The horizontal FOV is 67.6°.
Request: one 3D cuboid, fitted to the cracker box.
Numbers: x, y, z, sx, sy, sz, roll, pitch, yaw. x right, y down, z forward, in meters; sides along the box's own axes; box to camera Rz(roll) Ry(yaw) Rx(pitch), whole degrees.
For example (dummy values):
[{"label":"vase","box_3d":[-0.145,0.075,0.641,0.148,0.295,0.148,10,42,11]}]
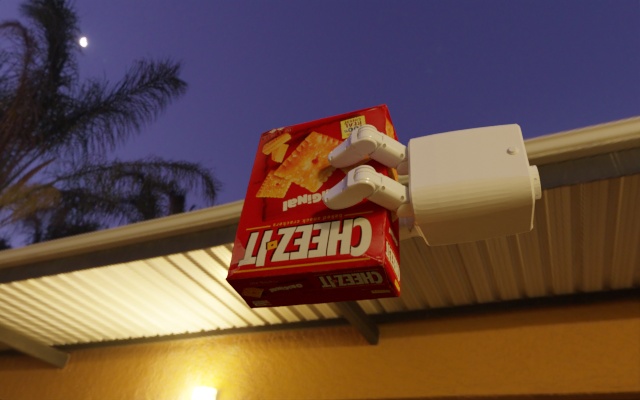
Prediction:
[{"label":"cracker box","box_3d":[0.000,0.002,0.523,0.164,0.213,0.072,-9,-41,19]}]
